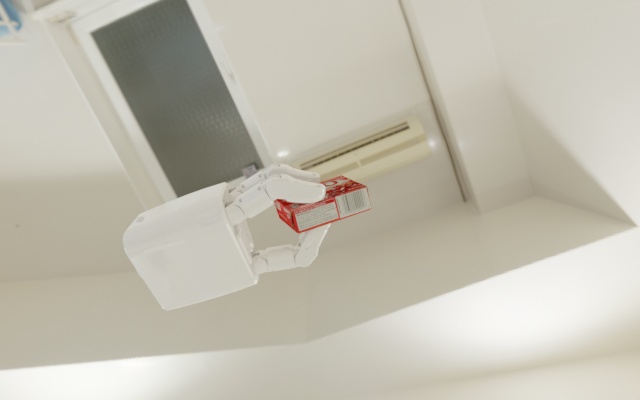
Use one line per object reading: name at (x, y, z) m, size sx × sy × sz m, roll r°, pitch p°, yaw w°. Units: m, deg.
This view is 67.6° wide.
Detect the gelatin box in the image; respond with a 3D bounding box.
gelatin box at (0.001, 0.002, 0.526) m, size 0.089 × 0.030 × 0.073 m, roll -18°, pitch 17°, yaw -15°
